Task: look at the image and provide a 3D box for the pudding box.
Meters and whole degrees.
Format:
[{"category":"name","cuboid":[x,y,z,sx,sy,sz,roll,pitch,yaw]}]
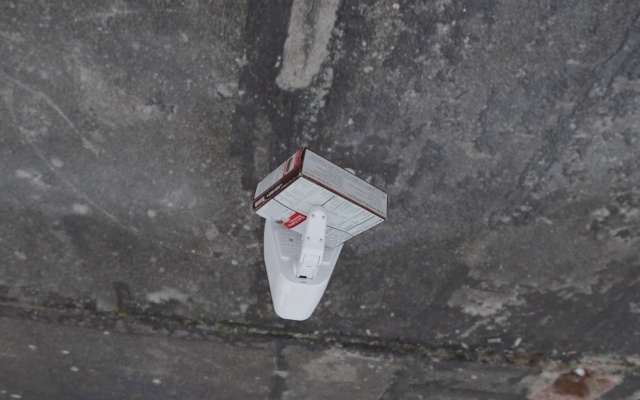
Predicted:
[{"category":"pudding box","cuboid":[0.000,0.002,0.493,0.113,0.039,0.090,26,-40,-29]}]
